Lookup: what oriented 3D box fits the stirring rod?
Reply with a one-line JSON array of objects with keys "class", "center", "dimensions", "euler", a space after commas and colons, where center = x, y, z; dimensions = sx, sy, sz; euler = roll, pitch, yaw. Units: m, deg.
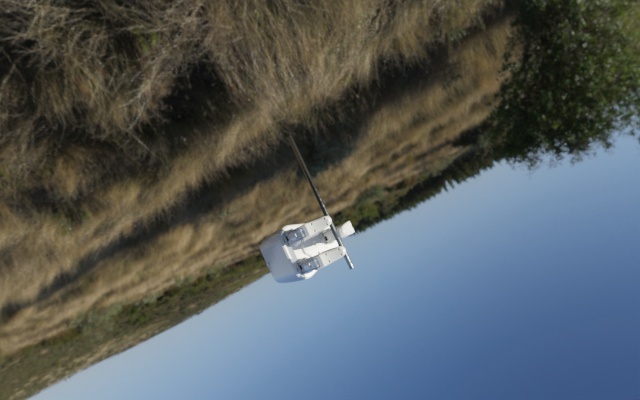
[{"class": "stirring rod", "center": [0.000, 0.002, 0.785], "dimensions": [0.011, 0.239, 0.011], "euler": [-25, -2, -1]}]
